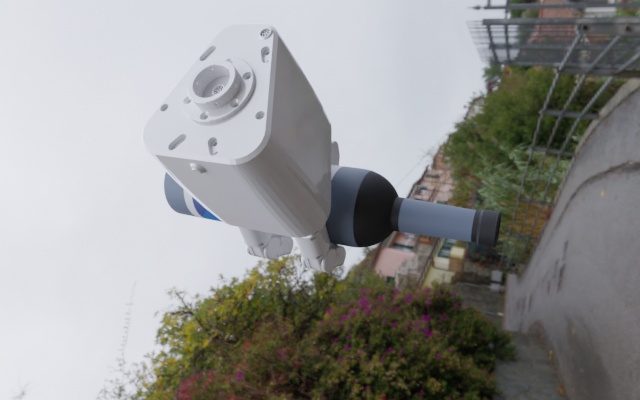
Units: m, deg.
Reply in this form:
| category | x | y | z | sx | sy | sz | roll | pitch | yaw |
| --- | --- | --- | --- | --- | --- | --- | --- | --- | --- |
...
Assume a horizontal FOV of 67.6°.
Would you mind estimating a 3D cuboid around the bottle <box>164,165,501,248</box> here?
| category | x | y | z | sx | sy | sz | roll | pitch | yaw |
| --- | --- | --- | --- | --- | --- | --- | --- | --- | --- |
| bottle | 0.000 | 0.001 | 0.416 | 0.295 | 0.069 | 0.069 | 9 | 4 | 24 |
